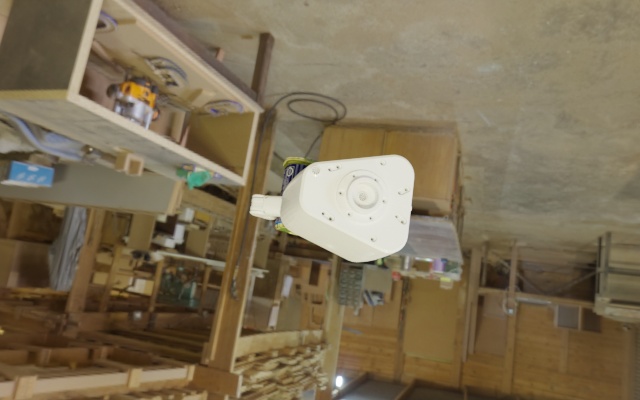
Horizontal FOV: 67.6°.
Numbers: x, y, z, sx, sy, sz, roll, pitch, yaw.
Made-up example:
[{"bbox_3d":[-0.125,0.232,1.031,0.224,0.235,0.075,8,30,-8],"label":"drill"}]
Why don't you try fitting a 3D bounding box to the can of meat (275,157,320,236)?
[{"bbox_3d":[0.000,0.002,0.574,0.102,0.084,0.057,11,-11,-13],"label":"can of meat"}]
